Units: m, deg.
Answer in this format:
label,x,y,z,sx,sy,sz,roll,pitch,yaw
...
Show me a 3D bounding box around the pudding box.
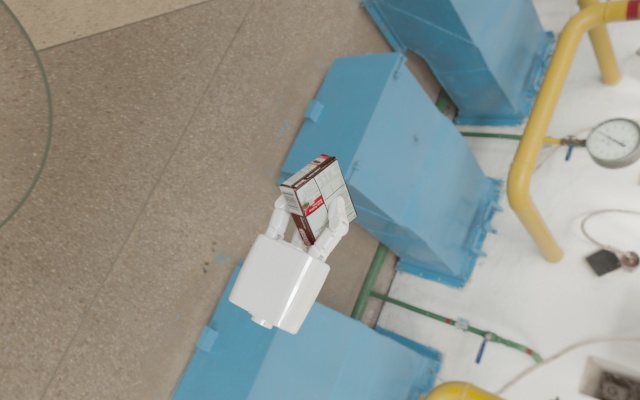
label,x,y,z,sx,sy,sz,roll,pitch,yaw
pudding box,0.000,0.002,0.706,0.090,0.114,0.039,-39,36,-28
